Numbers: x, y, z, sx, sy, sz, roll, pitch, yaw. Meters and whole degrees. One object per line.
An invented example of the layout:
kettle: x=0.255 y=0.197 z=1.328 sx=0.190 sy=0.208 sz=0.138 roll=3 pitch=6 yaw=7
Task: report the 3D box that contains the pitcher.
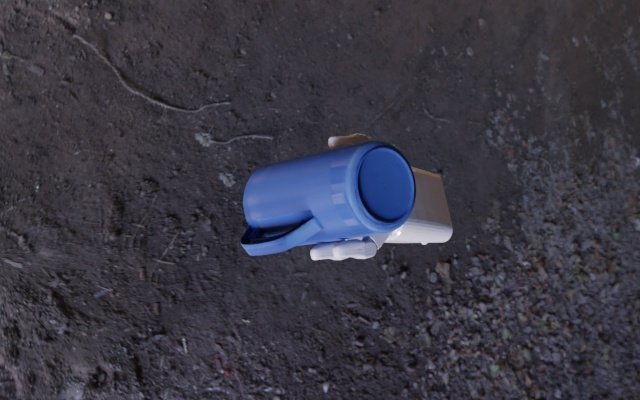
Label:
pitcher: x=0.000 y=0.002 z=0.633 sx=0.145 sy=0.149 sz=0.243 roll=9 pitch=-11 yaw=-33
